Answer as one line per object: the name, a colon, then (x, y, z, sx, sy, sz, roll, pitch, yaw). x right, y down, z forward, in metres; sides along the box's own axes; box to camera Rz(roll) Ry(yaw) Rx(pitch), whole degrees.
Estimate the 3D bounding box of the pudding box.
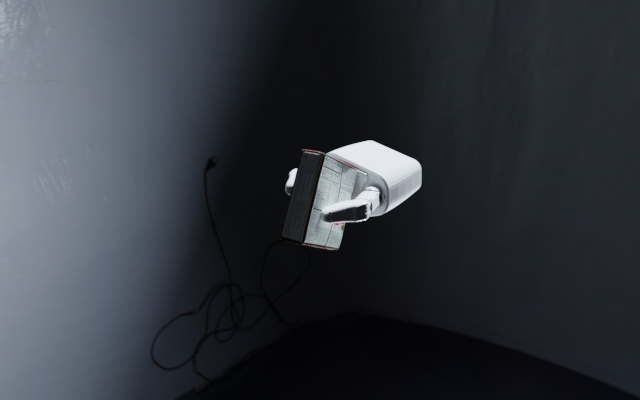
pudding box: (0.000, 0.002, 0.593, 0.039, 0.113, 0.090, 11, -4, 33)
